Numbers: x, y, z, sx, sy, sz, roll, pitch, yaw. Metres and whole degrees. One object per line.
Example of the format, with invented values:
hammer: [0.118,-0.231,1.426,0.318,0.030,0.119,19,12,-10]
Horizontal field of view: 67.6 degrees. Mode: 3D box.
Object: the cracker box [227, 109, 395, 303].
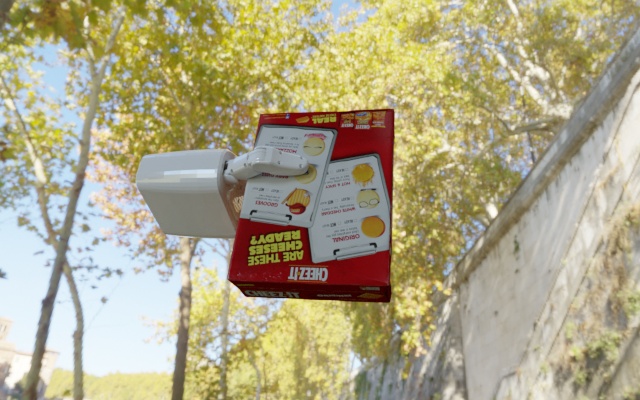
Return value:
cracker box: [0.000,0.002,0.538,0.164,0.213,0.072,0,-28,11]
